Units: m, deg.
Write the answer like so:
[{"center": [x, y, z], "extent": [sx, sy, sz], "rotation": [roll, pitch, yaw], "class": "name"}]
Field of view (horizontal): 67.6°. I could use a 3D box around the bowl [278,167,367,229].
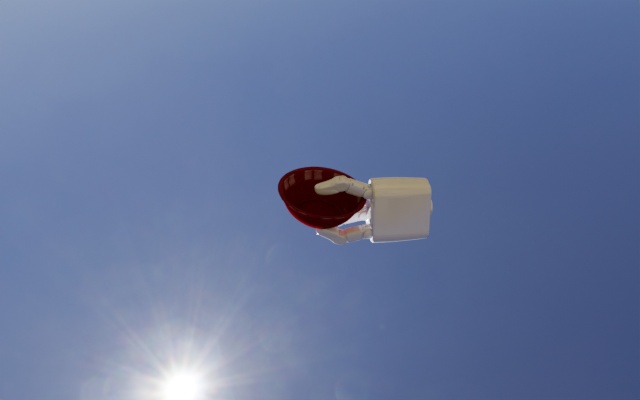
[{"center": [-0.001, 0.003, 0.872], "extent": [0.162, 0.055, 0.162], "rotation": [7, 35, -5], "class": "bowl"}]
